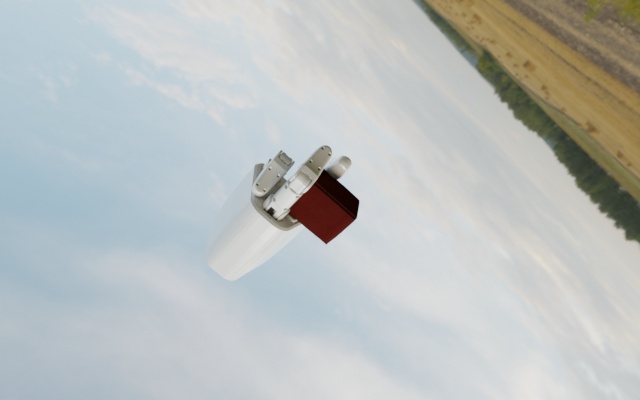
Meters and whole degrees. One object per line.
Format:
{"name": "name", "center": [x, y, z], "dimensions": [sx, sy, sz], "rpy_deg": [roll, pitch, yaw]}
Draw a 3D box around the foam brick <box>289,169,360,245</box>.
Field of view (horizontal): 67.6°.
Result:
{"name": "foam brick", "center": [0.000, 0.002, 0.561], "dimensions": [0.078, 0.051, 0.053], "rpy_deg": [41, 24, -7]}
